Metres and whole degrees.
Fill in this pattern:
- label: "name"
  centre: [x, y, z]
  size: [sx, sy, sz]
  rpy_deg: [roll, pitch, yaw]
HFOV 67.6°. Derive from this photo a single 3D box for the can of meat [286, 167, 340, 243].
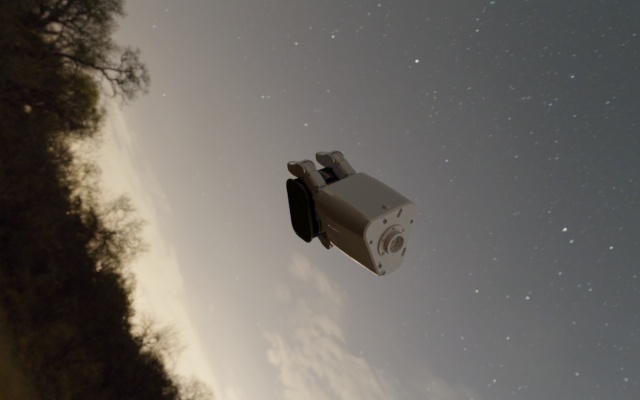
- label: "can of meat"
  centre: [0.000, 0.002, 0.743]
  size: [0.084, 0.102, 0.057]
  rpy_deg: [-23, 32, -28]
